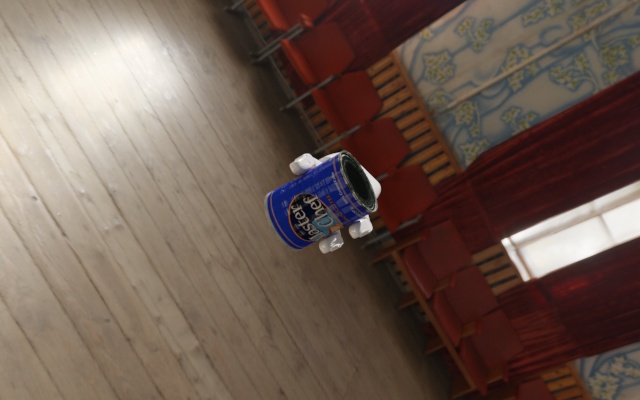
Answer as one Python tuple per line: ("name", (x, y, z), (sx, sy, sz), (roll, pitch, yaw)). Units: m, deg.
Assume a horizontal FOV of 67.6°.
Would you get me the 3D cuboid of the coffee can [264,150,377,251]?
("coffee can", (0.000, 0.002, 0.725), (0.140, 0.103, 0.103), (-29, -12, 22))
